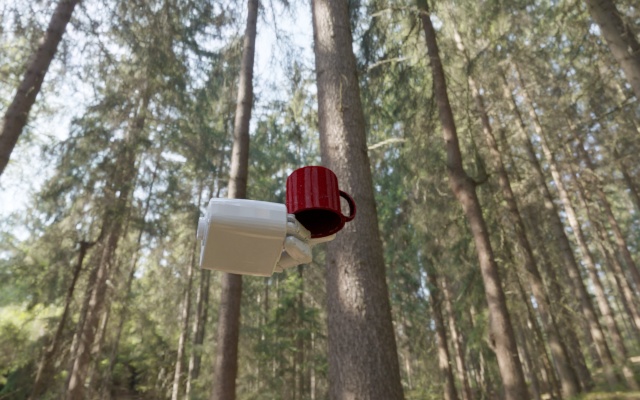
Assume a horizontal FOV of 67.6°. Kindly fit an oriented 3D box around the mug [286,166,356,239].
[{"bbox_3d":[0.001,0.002,0.732,0.117,0.081,0.093,7,-34,-18],"label":"mug"}]
